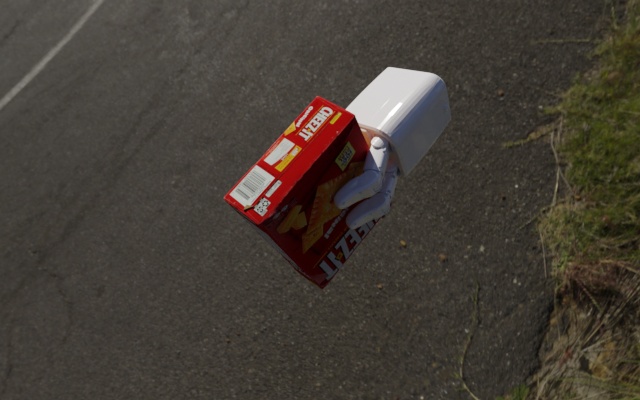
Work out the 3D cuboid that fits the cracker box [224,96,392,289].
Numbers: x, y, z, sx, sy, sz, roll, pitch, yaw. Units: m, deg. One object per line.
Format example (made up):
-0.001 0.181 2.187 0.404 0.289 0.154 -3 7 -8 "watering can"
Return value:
0.000 0.002 0.608 0.072 0.164 0.214 34 -12 33 "cracker box"
